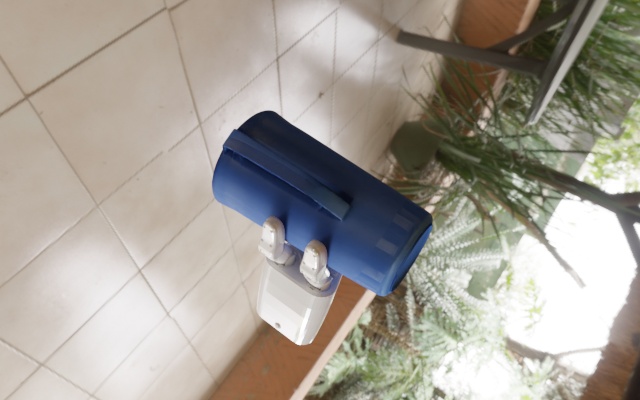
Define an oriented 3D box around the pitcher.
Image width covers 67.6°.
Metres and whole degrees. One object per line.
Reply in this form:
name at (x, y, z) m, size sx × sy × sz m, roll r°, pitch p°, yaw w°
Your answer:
pitcher at (0.000, 0.002, 0.553) m, size 0.243 × 0.145 × 0.149 m, roll 31°, pitch 38°, yaw 18°
